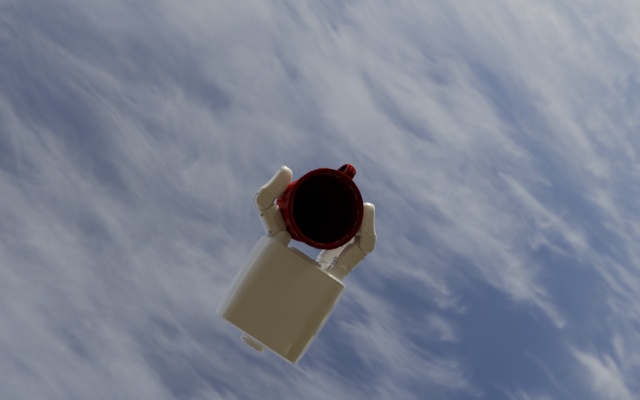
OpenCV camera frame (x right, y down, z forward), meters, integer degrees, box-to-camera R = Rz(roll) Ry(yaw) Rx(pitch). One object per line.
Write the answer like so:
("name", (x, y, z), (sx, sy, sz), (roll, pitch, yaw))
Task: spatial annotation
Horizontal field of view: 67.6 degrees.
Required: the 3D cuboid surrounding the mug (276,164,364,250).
("mug", (0.001, 0.001, 0.580), (0.093, 0.117, 0.081), (39, -15, -15))
